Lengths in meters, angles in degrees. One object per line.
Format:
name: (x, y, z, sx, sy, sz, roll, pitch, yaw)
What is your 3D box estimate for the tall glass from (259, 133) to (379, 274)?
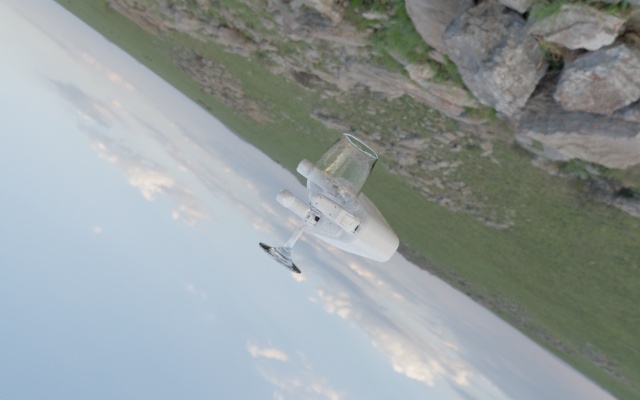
tall glass: (0.000, 0.003, 0.681, 0.079, 0.201, 0.079, 36, 1, -1)
